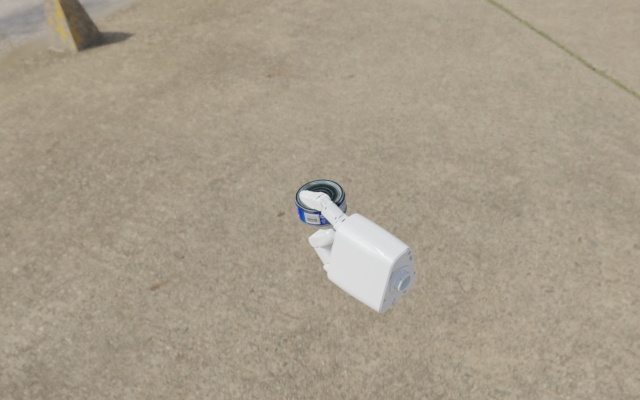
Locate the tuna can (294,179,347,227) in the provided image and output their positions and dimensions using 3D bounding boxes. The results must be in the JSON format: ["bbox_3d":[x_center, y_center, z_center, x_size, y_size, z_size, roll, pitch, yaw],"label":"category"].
[{"bbox_3d":[0.000,0.002,0.796,0.086,0.034,0.086,-6,40,5],"label":"tuna can"}]
